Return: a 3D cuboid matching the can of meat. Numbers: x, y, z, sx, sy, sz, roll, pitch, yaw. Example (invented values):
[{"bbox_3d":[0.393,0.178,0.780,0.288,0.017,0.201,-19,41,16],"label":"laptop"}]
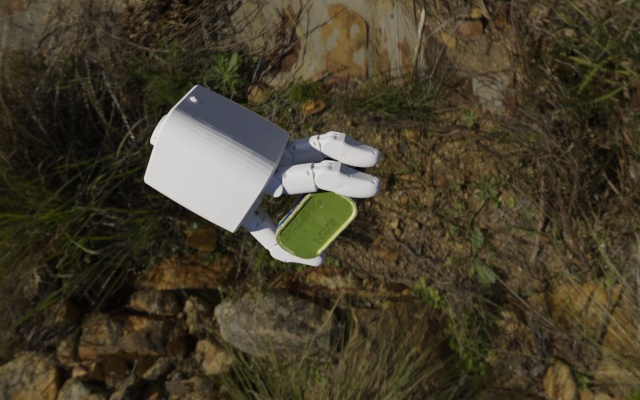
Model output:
[{"bbox_3d":[0.000,0.002,0.501,0.057,0.102,0.084,33,32,-12],"label":"can of meat"}]
